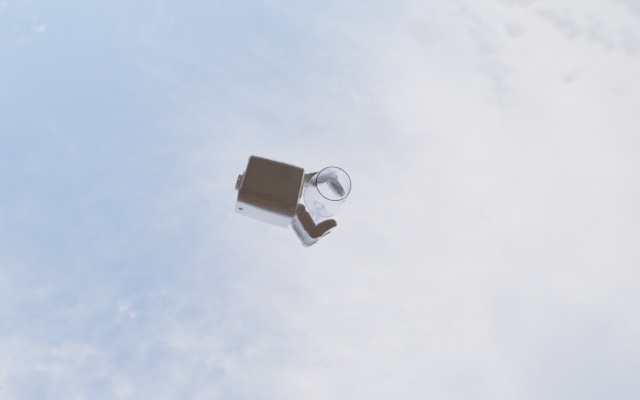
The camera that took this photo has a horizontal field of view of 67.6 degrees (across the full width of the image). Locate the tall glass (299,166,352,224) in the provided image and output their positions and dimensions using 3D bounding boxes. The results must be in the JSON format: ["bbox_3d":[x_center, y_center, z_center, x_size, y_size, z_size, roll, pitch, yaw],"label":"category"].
[{"bbox_3d":[0.000,0.003,0.880,0.079,0.079,0.201,0,-18,-14],"label":"tall glass"}]
